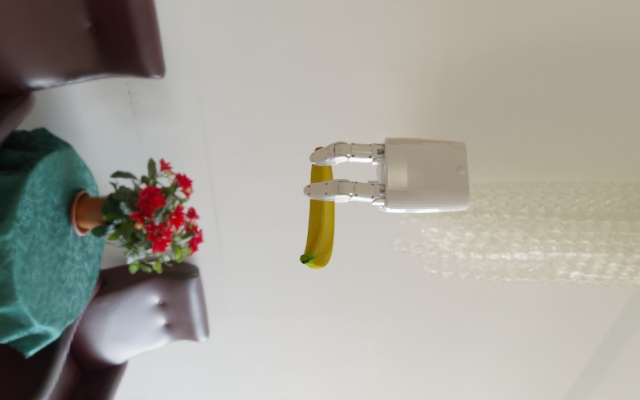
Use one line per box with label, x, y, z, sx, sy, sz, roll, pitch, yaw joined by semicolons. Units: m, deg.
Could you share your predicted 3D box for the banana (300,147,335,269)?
banana;0.001;0.017;0.633;0.037;0.197;0.070;1;-41;4
